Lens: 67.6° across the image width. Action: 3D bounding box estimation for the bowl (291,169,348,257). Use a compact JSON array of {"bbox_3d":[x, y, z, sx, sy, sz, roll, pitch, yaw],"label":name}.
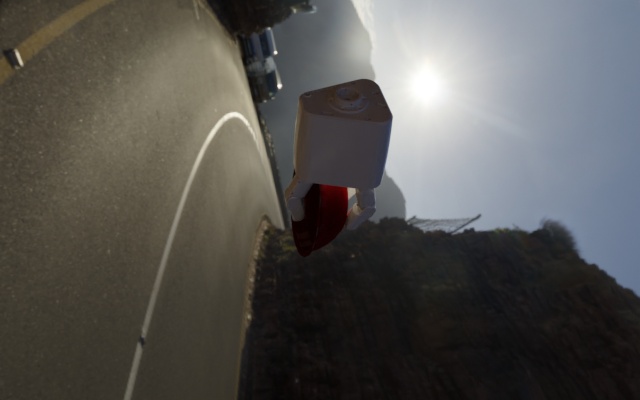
[{"bbox_3d":[0.000,0.003,0.705,0.055,0.162,0.162,1,-1,-17],"label":"bowl"}]
